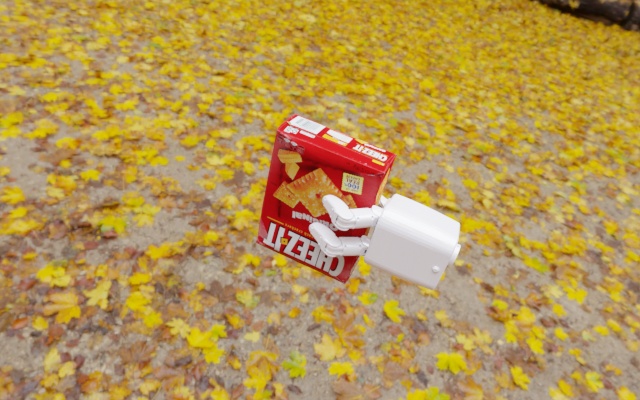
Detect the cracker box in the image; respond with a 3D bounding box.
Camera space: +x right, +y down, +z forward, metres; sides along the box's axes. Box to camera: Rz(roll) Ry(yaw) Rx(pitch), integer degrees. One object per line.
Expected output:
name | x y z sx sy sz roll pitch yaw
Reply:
cracker box | 0.000 0.002 0.714 0.164 0.214 0.072 24 35 12
